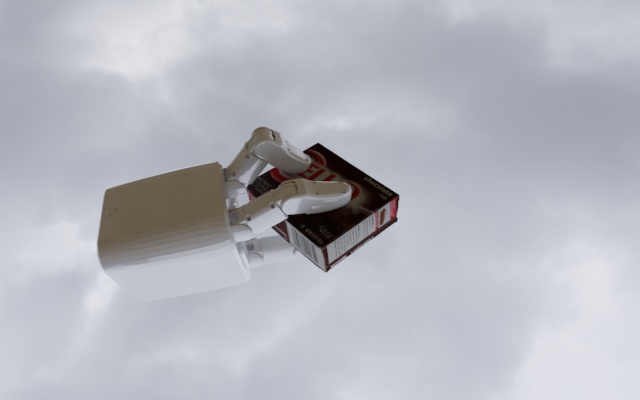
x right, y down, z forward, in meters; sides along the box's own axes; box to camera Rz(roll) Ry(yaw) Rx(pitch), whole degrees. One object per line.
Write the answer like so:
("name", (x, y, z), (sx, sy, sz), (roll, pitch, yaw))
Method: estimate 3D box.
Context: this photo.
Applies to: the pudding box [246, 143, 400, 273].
("pudding box", (0.000, 0.002, 0.432), (0.090, 0.039, 0.113), (-33, 51, -25))
